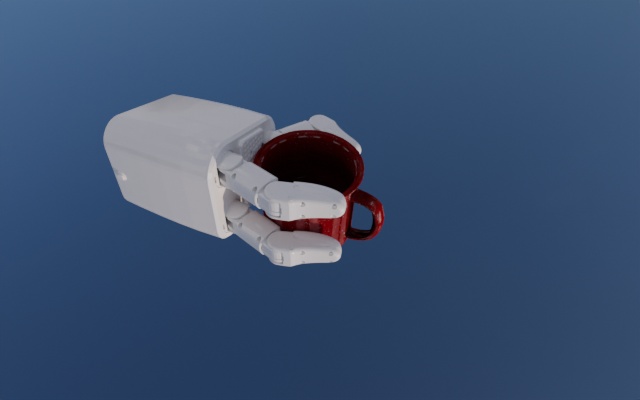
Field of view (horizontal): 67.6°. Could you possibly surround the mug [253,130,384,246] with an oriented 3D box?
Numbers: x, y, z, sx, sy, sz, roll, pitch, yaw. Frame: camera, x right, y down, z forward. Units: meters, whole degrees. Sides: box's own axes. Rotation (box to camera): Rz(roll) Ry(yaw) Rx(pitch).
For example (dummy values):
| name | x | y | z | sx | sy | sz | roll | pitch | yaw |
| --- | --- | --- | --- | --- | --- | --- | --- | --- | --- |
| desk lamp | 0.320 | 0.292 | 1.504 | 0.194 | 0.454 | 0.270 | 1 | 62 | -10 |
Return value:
| name | x | y | z | sx | sy | sz | roll | pitch | yaw |
| --- | --- | --- | --- | --- | --- | --- | --- | --- | --- |
| mug | 0.001 | 0.002 | 0.421 | 0.117 | 0.082 | 0.093 | 19 | 49 | 15 |
